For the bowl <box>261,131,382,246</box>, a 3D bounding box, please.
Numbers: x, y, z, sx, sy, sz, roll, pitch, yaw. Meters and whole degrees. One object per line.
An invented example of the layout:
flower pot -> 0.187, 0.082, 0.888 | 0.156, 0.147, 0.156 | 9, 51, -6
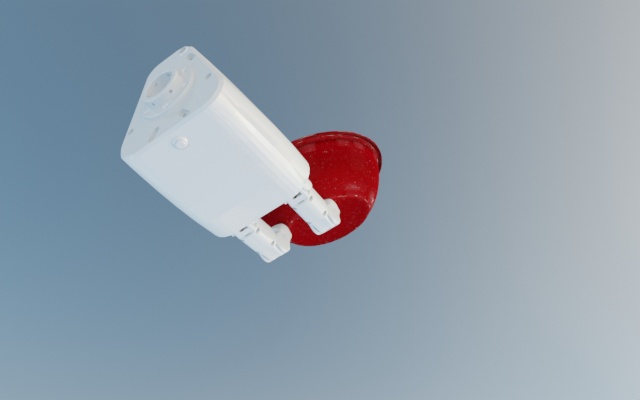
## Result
bowl -> 0.001, 0.002, 0.510 | 0.162, 0.055, 0.162 | -16, -32, -10
